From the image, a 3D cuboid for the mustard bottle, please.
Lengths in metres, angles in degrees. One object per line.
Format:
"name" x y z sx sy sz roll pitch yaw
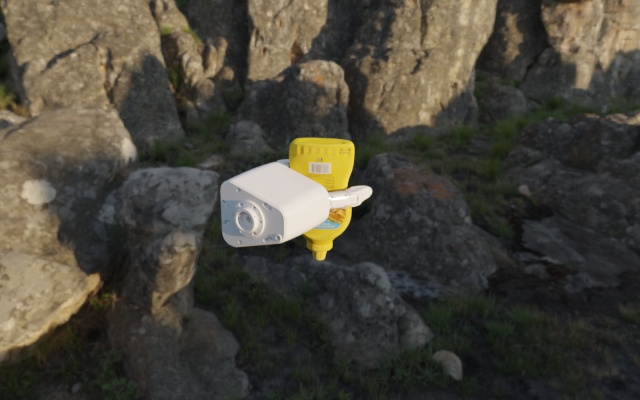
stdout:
"mustard bottle" 0.000 0.002 0.737 0.096 0.192 0.058 3 18 4
